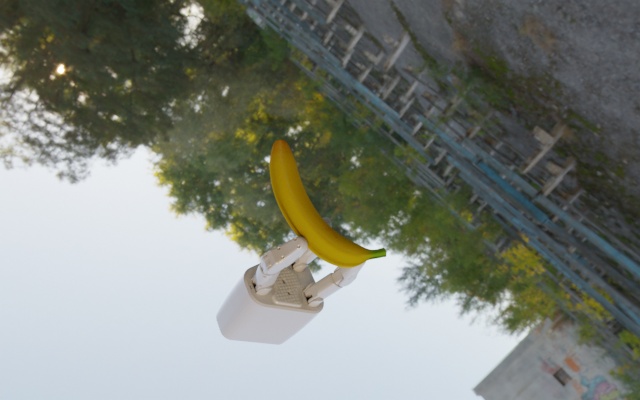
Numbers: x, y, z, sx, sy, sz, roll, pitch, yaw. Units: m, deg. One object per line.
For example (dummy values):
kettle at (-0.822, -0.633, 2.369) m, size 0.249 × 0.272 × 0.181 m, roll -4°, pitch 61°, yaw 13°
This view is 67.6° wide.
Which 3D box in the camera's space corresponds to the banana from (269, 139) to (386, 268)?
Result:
banana at (-0.010, 0.014, 0.582) m, size 0.069 × 0.198 × 0.037 m, roll -38°, pitch -6°, yaw -31°
